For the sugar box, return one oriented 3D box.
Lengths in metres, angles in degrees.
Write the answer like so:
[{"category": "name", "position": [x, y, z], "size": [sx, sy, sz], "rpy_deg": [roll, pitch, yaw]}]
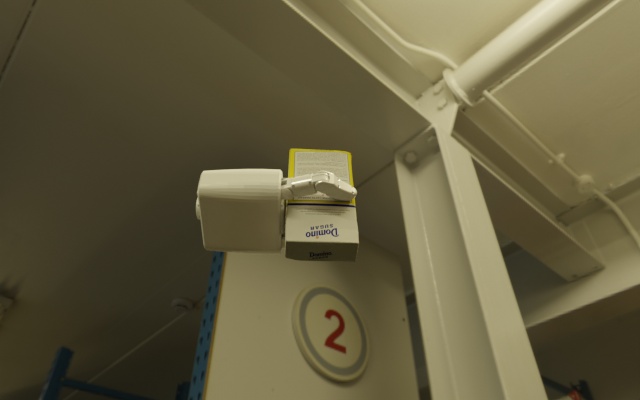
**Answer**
[{"category": "sugar box", "position": [0.000, 0.002, 0.655], "size": [0.093, 0.176, 0.048], "rpy_deg": [2, -42, -2]}]
